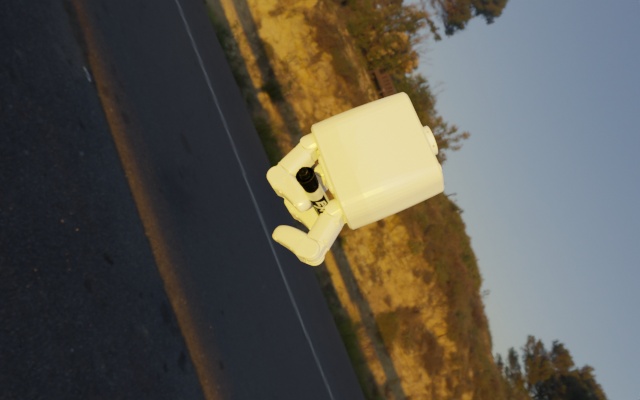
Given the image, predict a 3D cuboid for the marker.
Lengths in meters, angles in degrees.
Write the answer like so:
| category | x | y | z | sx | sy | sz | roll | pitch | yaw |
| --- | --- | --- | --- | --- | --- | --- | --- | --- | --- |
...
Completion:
| category | x | y | z | sx | sy | sz | roll | pitch | yaw |
| --- | --- | --- | --- | --- | --- | --- | --- | --- | --- |
| marker | 0.000 | 0.002 | 0.489 | 0.020 | 0.020 | 0.121 | 0 | -28 | 17 |
